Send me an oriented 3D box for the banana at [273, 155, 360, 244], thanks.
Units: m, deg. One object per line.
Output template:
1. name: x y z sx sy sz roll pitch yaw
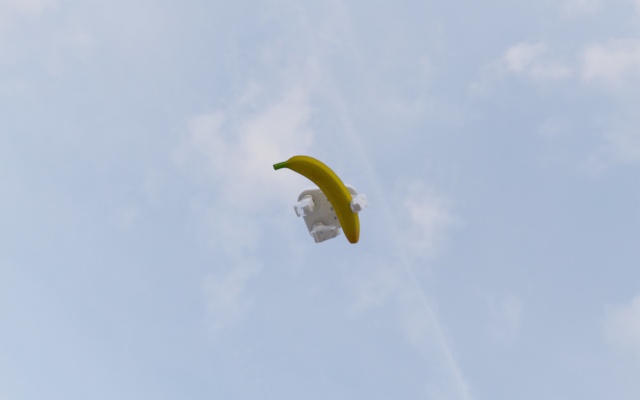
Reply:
1. banana: 0.010 -0.013 0.814 0.198 0.069 0.037 44 -4 -10
